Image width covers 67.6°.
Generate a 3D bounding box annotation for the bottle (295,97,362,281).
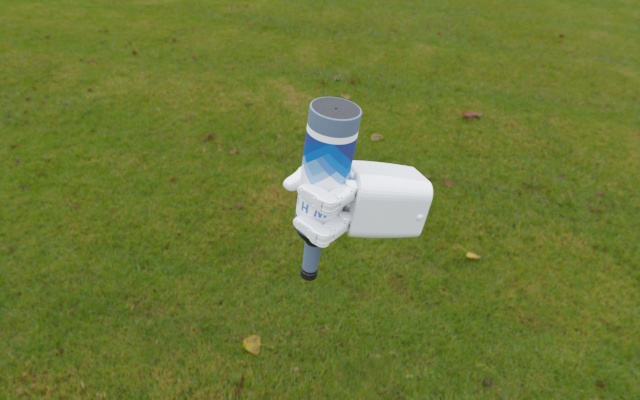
[{"bbox_3d":[0.000,0.002,0.682,0.069,0.296,0.069,6,36,-4],"label":"bottle"}]
